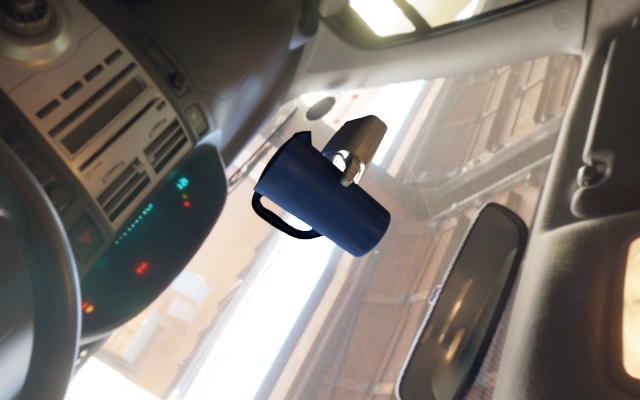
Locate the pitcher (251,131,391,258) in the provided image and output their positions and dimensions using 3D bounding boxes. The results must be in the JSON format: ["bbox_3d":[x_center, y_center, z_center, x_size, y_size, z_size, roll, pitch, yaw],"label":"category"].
[{"bbox_3d":[0.000,0.003,0.882,0.243,0.145,0.149,38,-27,-9],"label":"pitcher"}]
